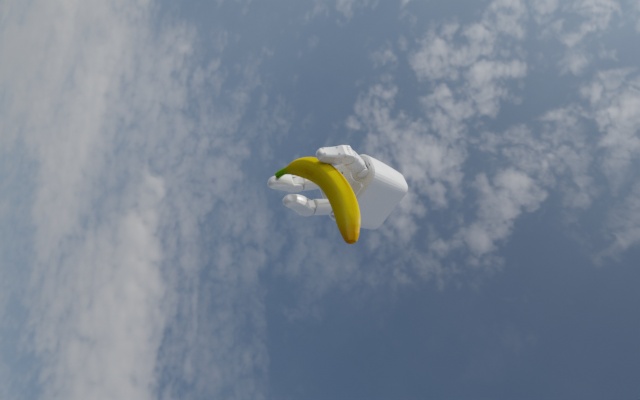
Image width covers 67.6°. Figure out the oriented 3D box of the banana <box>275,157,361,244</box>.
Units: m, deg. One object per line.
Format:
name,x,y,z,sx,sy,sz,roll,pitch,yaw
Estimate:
banana,0.008,-0.015,0.697,0.037,0.069,0.197,23,14,-47
